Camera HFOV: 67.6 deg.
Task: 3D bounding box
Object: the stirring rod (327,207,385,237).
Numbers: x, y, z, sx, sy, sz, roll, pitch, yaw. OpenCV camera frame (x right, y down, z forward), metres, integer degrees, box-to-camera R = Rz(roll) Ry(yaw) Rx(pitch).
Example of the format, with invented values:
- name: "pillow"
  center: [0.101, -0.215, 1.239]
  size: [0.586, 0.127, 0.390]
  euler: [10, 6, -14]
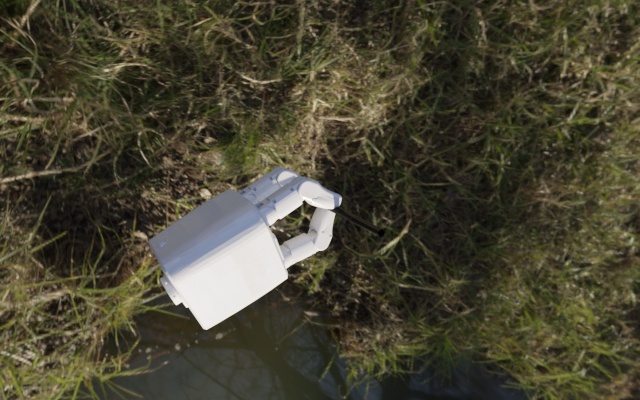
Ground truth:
- name: "stirring rod"
  center: [0.000, 0.002, 0.552]
  size: [0.011, 0.011, 0.239]
  euler: [0, 14, -30]
